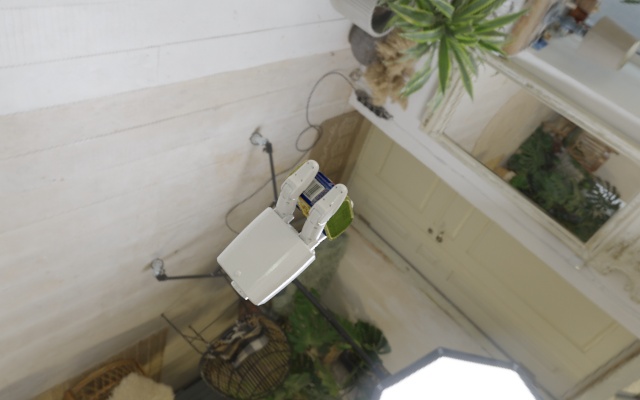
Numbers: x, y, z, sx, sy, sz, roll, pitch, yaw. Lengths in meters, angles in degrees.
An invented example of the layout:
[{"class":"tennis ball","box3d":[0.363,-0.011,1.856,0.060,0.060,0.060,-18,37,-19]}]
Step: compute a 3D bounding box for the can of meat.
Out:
[{"class":"can of meat","box3d":[0.000,0.002,0.695,0.084,0.057,0.102,44,-11,24]}]
